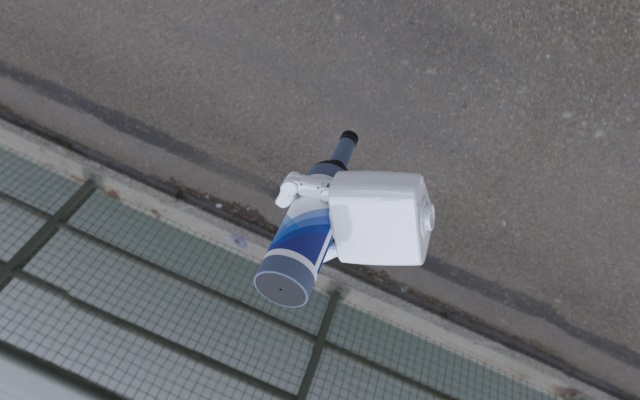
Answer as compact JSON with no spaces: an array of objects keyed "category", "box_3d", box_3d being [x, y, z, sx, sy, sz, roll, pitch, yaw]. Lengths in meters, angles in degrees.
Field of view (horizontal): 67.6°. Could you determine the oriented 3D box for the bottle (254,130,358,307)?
[{"category":"bottle","box_3d":[0.000,0.002,0.639,0.069,0.069,0.295,0,43,25]}]
